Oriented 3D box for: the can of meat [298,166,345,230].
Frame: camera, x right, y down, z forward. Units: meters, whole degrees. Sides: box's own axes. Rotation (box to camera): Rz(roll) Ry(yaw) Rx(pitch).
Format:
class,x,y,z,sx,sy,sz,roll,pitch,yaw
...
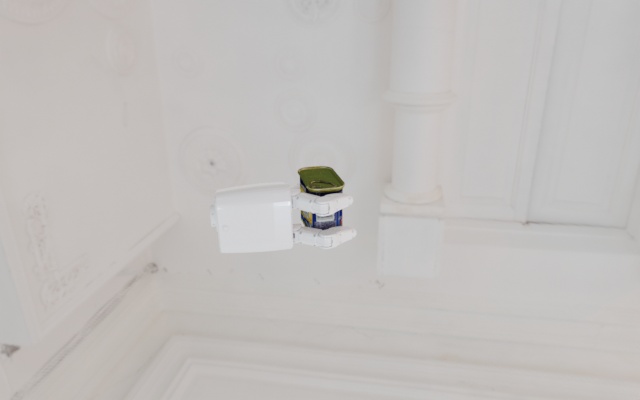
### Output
class,x,y,z,sx,sy,sz,roll,pitch,yaw
can of meat,0.000,0.003,0.736,0.057,0.084,0.102,-6,23,-13
